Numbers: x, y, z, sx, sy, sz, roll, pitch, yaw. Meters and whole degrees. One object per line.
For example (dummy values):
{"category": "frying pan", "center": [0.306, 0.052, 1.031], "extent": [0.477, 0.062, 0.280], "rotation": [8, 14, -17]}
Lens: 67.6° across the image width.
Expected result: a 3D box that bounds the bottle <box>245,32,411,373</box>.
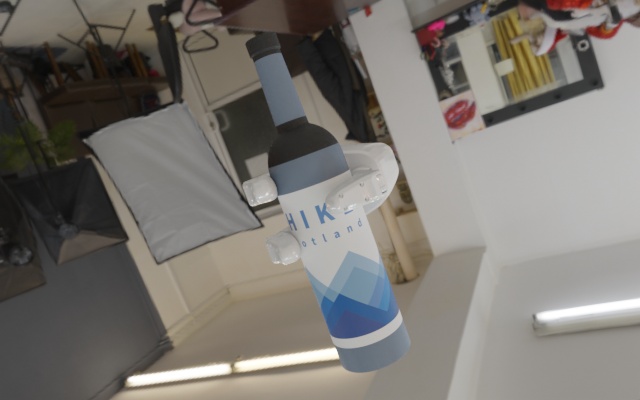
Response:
{"category": "bottle", "center": [0.000, 0.002, 0.417], "extent": [0.069, 0.296, 0.069], "rotation": [-20, 7, 3]}
